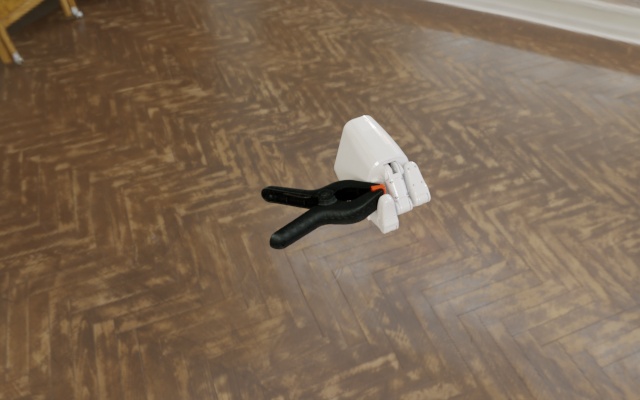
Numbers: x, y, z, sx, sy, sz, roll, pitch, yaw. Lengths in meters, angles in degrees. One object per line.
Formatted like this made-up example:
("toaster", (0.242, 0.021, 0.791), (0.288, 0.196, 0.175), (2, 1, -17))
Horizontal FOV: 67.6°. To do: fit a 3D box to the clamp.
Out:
("clamp", (0.000, 0.002, 0.646), (0.171, 0.039, 0.120), (-15, 44, -14))
